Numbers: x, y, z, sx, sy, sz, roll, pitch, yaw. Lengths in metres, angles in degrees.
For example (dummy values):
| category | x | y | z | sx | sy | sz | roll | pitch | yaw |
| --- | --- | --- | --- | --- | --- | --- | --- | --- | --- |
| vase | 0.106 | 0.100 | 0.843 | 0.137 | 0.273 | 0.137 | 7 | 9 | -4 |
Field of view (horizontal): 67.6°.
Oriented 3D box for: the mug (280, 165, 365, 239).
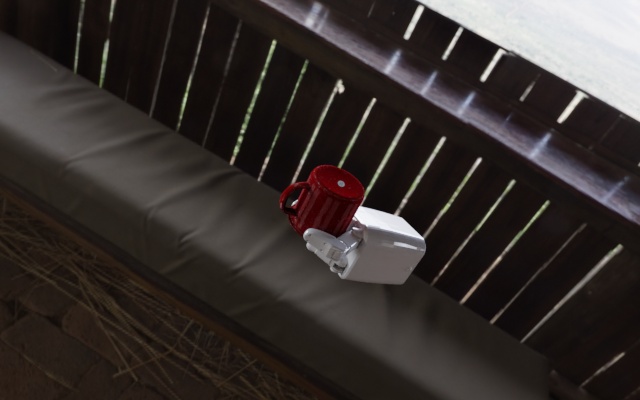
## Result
| category | x | y | z | sx | sy | sz | roll | pitch | yaw |
| --- | --- | --- | --- | --- | --- | --- | --- | --- | --- |
| mug | -0.001 | 0.002 | 0.670 | 0.117 | 0.081 | 0.093 | 11 | 36 | -24 |
